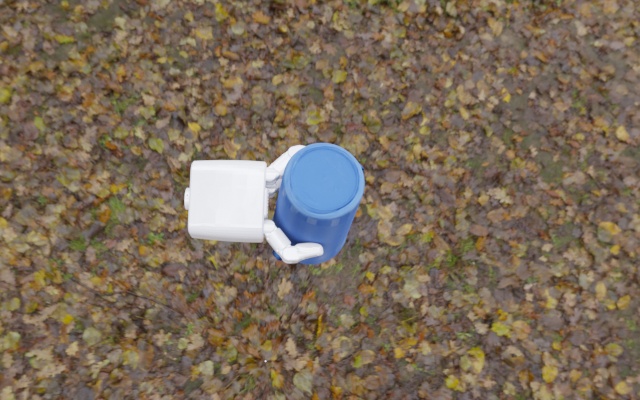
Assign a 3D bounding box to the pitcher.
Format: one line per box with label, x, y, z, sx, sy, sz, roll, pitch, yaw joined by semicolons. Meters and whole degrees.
pitcher;0.000;0.002;0.728;0.145;0.149;0.243;3;-19;-6
